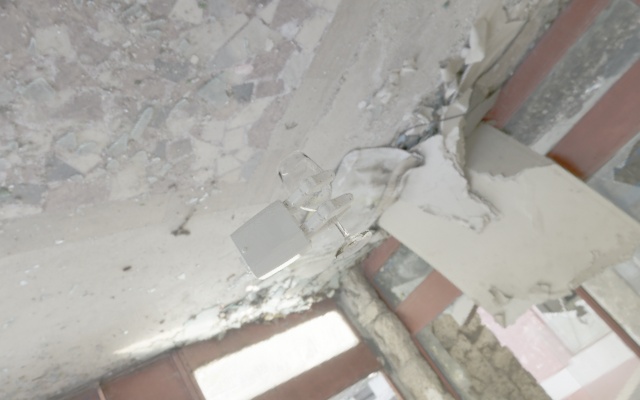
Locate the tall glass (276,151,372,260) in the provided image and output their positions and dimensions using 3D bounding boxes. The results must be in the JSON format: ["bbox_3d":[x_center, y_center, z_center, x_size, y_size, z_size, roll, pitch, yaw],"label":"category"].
[{"bbox_3d":[0.001,0.003,0.831,0.079,0.201,0.079,-29,-26,-16],"label":"tall glass"}]
